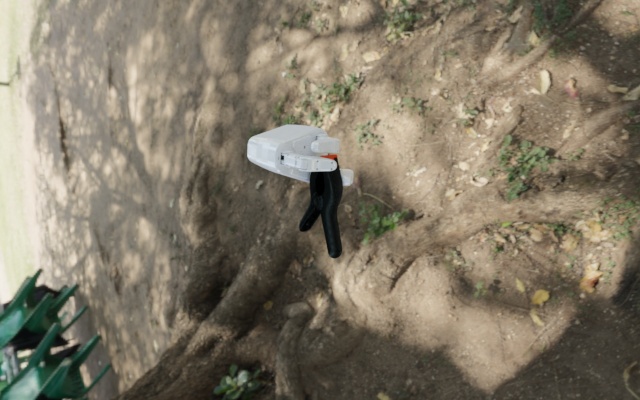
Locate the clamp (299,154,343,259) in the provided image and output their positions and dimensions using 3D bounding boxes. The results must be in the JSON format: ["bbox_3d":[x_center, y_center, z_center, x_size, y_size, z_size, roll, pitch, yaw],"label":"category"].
[{"bbox_3d":[0.000,0.003,0.818,0.039,0.171,0.120,-7,17,-38],"label":"clamp"}]
